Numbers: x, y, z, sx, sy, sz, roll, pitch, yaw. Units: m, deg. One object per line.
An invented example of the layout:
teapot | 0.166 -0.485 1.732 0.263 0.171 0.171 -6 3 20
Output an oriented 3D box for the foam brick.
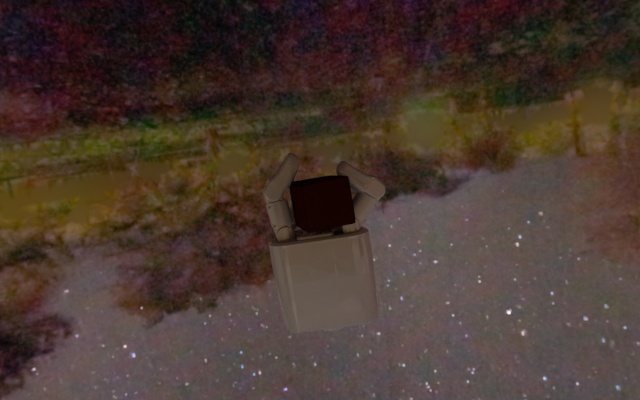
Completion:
foam brick | 0.000 0.002 0.520 0.053 0.051 0.078 -10 5 -12
